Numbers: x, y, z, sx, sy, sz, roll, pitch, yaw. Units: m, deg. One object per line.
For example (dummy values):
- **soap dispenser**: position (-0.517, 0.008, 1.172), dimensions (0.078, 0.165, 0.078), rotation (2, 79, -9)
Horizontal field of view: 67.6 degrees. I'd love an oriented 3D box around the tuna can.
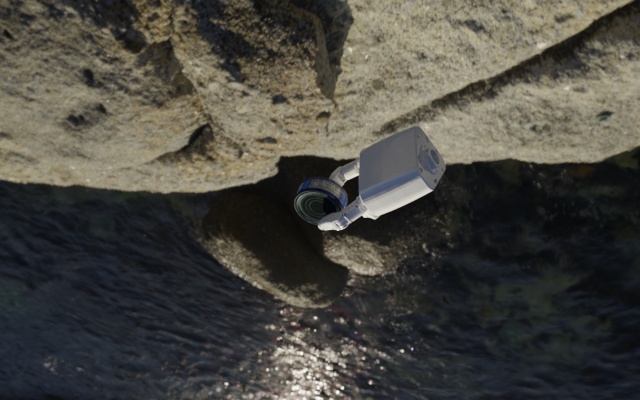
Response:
- **tuna can**: position (0.000, 0.003, 0.795), dimensions (0.086, 0.086, 0.033), rotation (0, 44, 21)
